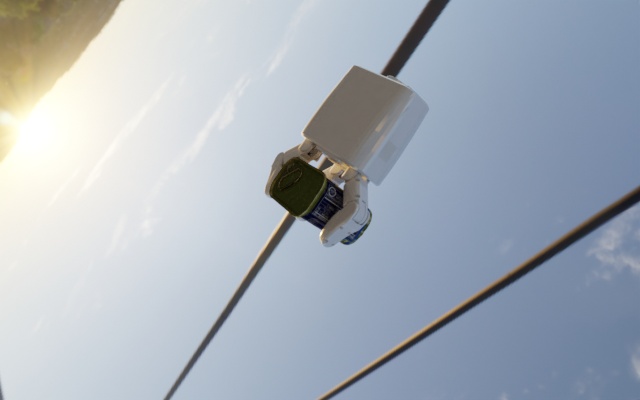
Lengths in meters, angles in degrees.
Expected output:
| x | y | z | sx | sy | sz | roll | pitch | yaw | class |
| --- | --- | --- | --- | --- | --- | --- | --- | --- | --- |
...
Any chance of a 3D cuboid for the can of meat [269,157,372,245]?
| x | y | z | sx | sy | sz | roll | pitch | yaw | class |
| --- | --- | --- | --- | --- | --- | --- | --- | --- | --- |
| 0.000 | 0.002 | 0.557 | 0.084 | 0.057 | 0.102 | 34 | 0 | -33 | can of meat |
